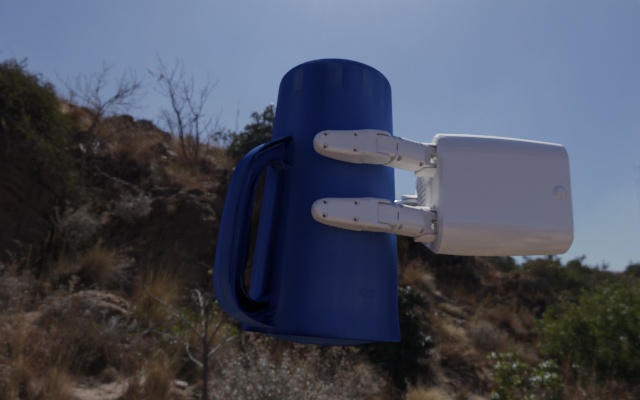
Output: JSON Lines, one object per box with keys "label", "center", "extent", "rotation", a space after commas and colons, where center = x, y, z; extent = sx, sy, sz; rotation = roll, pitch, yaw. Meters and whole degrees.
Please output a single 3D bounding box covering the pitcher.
{"label": "pitcher", "center": [0.000, 0.001, 0.422], "extent": [0.145, 0.242, 0.149], "rotation": [3, -14, 3]}
